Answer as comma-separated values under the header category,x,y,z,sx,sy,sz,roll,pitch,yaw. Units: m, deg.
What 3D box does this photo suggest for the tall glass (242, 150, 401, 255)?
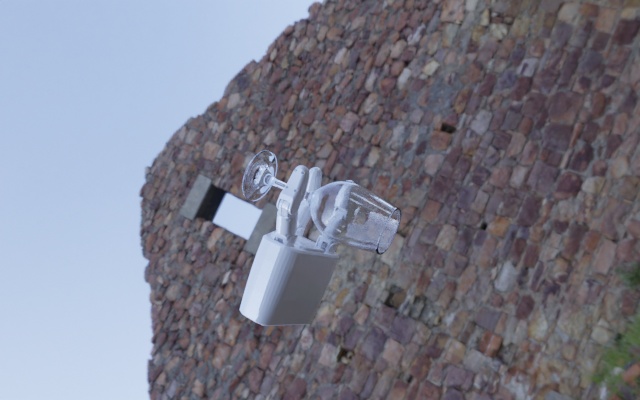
category,x,y,z,sx,sy,sz,roll,pitch,yaw
tall glass,0.000,0.002,0.614,0.201,0.079,0.079,23,10,24
